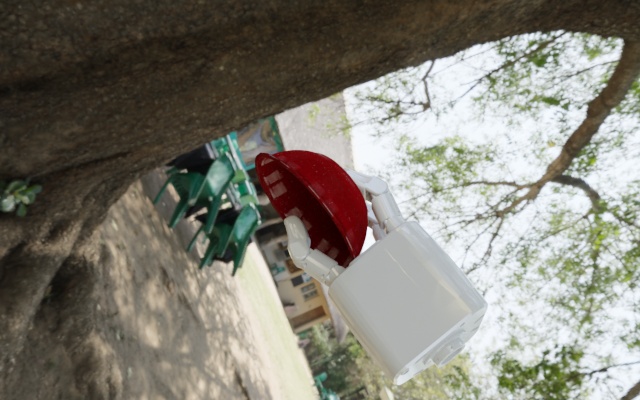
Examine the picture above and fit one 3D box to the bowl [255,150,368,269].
[{"bbox_3d":[0.000,0.000,0.516,0.055,0.162,0.162,-39,14,-18],"label":"bowl"}]
